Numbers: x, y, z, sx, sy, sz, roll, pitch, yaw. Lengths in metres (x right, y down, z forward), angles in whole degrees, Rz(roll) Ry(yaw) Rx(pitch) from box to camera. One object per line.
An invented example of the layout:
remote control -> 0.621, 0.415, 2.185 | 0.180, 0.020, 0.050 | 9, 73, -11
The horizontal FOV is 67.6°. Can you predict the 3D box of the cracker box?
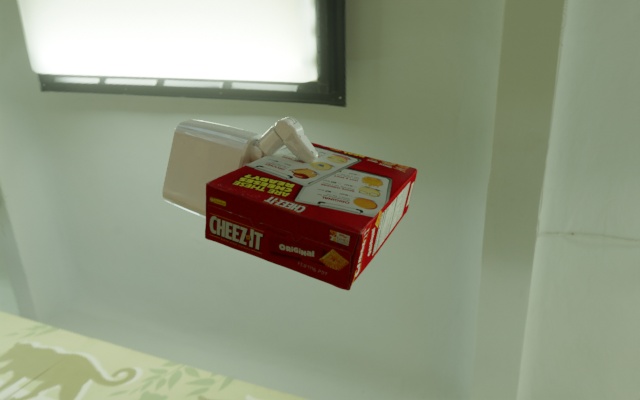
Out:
cracker box -> 0.000, 0.002, 0.536 | 0.164, 0.072, 0.213 | 17, 25, 19
